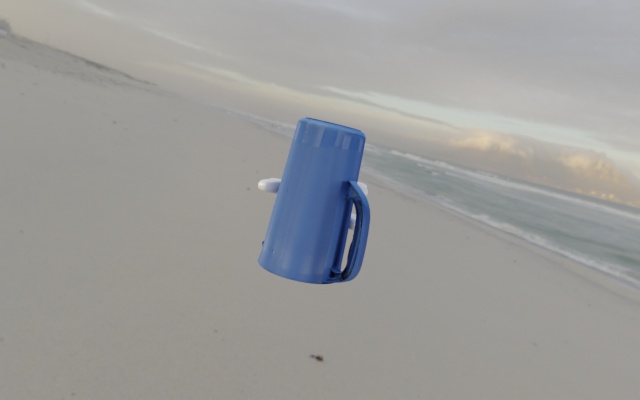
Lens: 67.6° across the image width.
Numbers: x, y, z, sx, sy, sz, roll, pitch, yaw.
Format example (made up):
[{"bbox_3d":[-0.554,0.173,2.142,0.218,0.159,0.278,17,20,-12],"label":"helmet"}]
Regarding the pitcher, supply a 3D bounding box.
[{"bbox_3d":[0.000,0.002,0.741,0.149,0.243,0.145,13,8,-6],"label":"pitcher"}]
